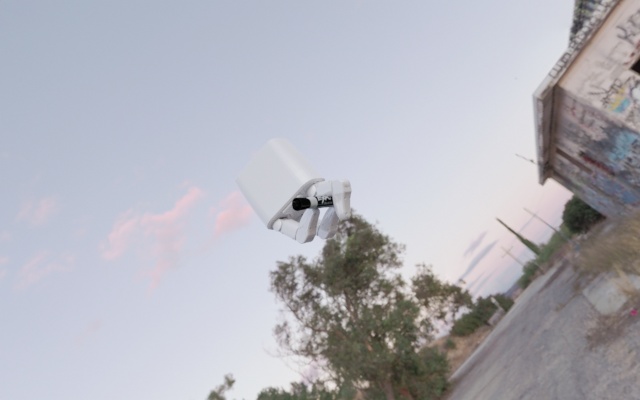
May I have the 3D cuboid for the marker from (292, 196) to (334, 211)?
[{"bbox_3d":[0.000,0.002,0.703,0.020,0.020,0.121,0,3,38],"label":"marker"}]
